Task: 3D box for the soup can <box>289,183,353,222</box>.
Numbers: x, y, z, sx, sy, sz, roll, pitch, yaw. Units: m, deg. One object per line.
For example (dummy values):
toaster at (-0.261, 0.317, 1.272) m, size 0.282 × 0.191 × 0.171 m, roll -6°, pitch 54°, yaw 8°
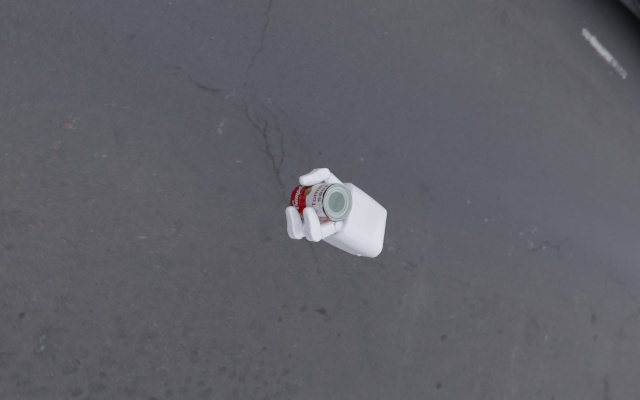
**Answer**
soup can at (0.000, 0.002, 0.853) m, size 0.068 × 0.068 × 0.102 m, roll 0°, pitch 1°, yaw -37°
